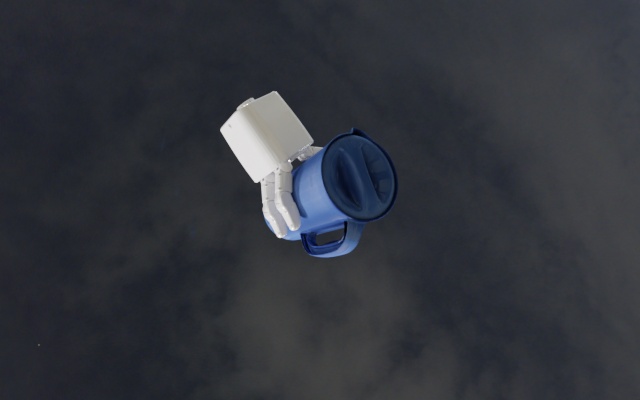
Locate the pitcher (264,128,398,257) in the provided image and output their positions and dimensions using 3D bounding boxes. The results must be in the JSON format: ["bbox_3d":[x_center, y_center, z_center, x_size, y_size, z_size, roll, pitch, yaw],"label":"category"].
[{"bbox_3d":[0.000,0.002,0.770,0.149,0.145,0.243,-39,7,-33],"label":"pitcher"}]
